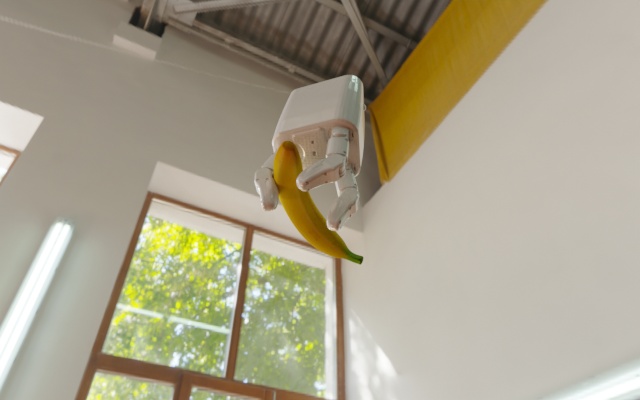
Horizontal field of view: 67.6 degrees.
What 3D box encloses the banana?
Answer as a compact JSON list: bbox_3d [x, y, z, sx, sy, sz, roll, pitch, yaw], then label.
[{"bbox_3d":[-0.014,0.007,0.587,0.069,0.198,0.037,-10,39,32],"label":"banana"}]
